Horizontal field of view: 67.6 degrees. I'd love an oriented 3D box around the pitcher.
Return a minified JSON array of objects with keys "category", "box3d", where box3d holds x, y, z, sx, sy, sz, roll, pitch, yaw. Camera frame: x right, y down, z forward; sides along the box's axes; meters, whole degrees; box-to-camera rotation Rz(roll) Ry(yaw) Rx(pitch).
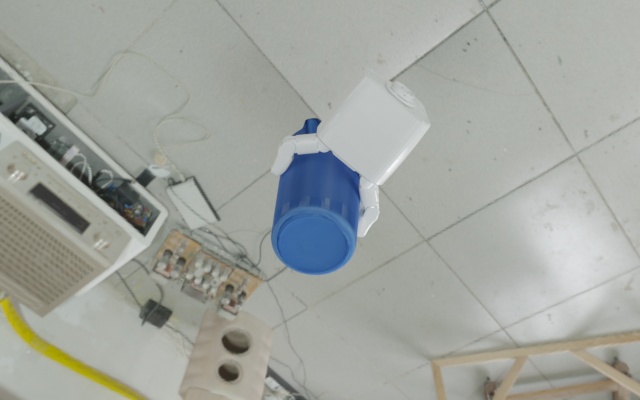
[{"category":"pitcher","box3d":[0.000,0.002,0.697,0.149,0.145,0.242,32,28,-15]}]
